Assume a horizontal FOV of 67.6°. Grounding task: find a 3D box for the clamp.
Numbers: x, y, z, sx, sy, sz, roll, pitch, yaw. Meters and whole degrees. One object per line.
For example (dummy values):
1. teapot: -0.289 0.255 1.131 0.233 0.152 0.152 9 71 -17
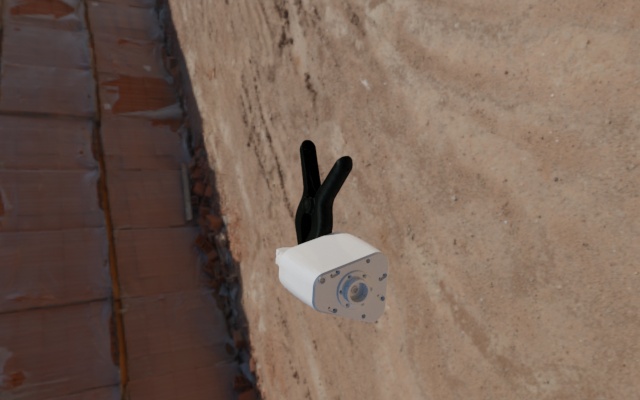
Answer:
1. clamp: -0.001 0.002 0.677 0.039 0.171 0.120 -1 9 -26
